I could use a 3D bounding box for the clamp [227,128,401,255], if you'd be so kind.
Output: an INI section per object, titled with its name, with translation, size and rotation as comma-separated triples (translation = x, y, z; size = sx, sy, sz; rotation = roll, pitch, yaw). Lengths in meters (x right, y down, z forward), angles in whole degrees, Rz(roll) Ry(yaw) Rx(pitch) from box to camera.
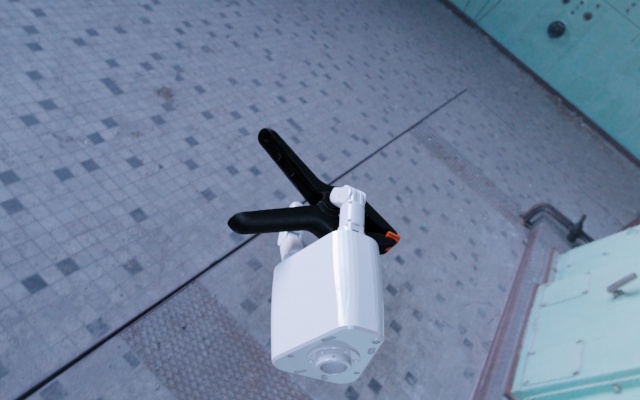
[clamp]
translation = 0.001, 0.002, 0.563
size = 0.210, 0.164, 0.036
rotation = 22, -46, -21
